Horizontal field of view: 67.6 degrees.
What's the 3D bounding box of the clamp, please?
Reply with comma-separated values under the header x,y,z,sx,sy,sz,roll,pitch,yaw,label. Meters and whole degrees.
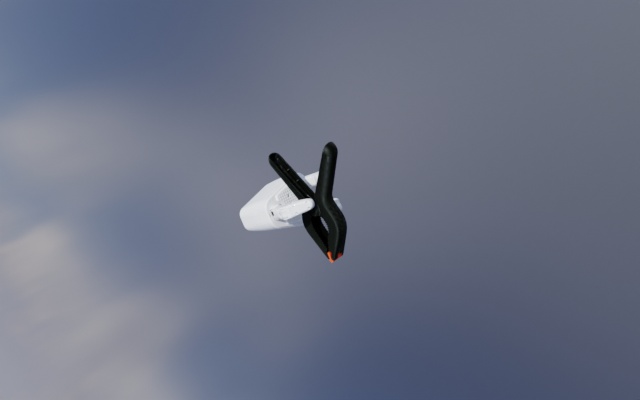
x,y,z,sx,sy,sz,roll,pitch,yaw,label
0.000,0.003,0.790,0.036,0.210,0.164,-29,10,-36,clamp
